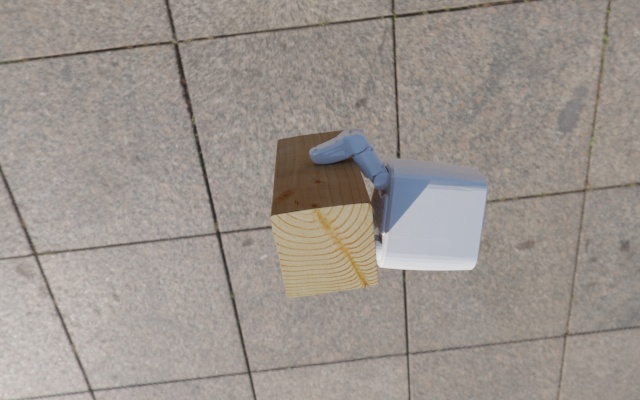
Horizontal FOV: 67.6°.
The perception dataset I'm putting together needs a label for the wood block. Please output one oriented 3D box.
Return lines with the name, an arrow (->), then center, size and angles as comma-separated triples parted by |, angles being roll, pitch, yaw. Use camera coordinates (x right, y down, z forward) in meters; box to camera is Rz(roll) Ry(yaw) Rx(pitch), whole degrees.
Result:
wood block -> 0.000, 0.001, 0.518 | 0.090, 0.091, 0.206 | -8, 26, 0
